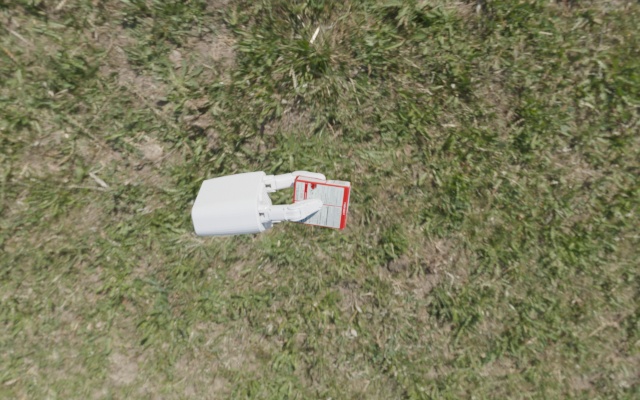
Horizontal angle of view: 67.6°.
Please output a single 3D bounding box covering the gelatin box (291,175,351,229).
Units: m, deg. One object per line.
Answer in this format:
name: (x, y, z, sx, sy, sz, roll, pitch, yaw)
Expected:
gelatin box: (0.000, 0.003, 0.765, 0.089, 0.073, 0.030, 8, 19, 6)
